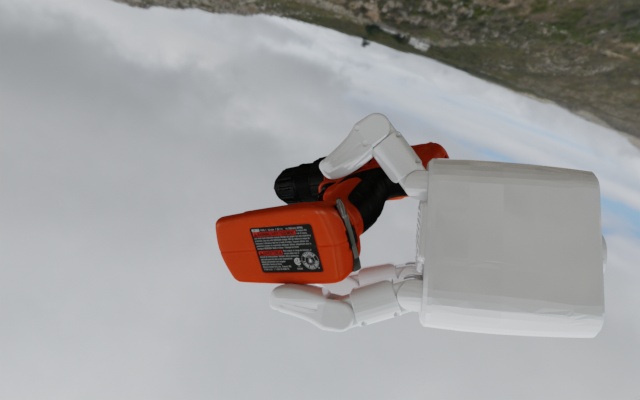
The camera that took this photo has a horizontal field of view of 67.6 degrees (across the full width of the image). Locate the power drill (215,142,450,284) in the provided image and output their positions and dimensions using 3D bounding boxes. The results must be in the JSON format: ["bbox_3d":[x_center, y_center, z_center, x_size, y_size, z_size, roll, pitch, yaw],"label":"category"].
[{"bbox_3d":[0.000,0.002,0.403,0.184,0.057,0.187,-8,18,33],"label":"power drill"}]
